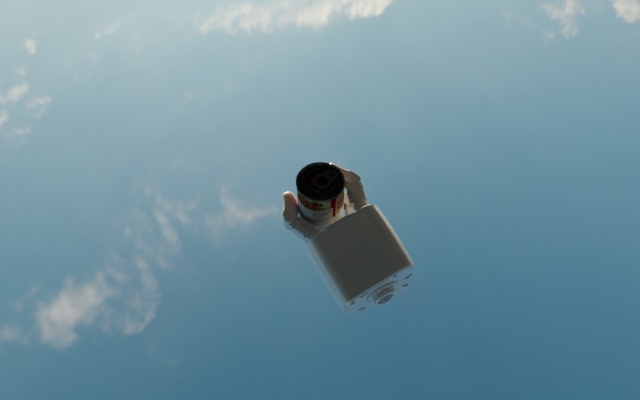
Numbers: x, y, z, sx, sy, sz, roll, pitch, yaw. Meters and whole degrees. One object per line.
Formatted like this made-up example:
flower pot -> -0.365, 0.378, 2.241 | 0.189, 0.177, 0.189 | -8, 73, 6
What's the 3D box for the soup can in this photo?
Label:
soup can -> 0.000, 0.002, 0.696 | 0.068, 0.068, 0.102 | 0, -35, 0
